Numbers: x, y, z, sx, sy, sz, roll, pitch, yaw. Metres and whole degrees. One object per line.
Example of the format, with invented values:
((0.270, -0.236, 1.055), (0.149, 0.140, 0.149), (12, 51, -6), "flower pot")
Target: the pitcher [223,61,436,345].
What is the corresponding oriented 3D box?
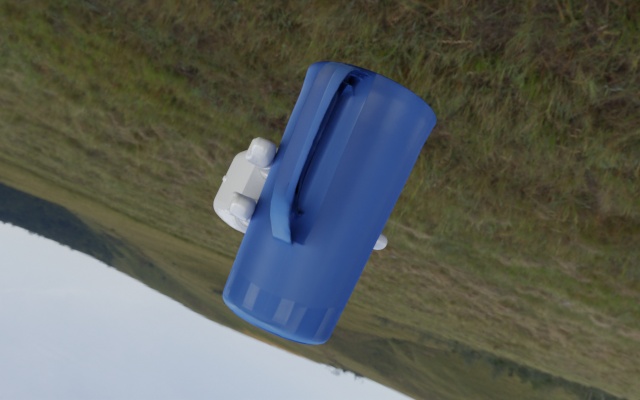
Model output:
((0.000, 0.001, 0.445), (0.149, 0.243, 0.145), (26, -6, -26), "pitcher")
